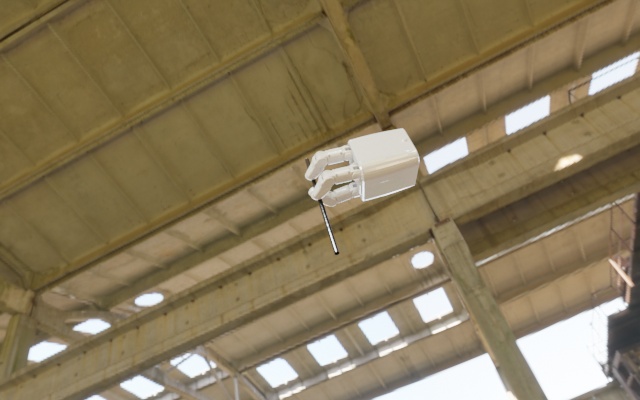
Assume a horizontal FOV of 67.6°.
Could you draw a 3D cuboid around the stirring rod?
[{"bbox_3d":[0.000,0.003,0.849,0.011,0.011,0.239,0,43,-18],"label":"stirring rod"}]
